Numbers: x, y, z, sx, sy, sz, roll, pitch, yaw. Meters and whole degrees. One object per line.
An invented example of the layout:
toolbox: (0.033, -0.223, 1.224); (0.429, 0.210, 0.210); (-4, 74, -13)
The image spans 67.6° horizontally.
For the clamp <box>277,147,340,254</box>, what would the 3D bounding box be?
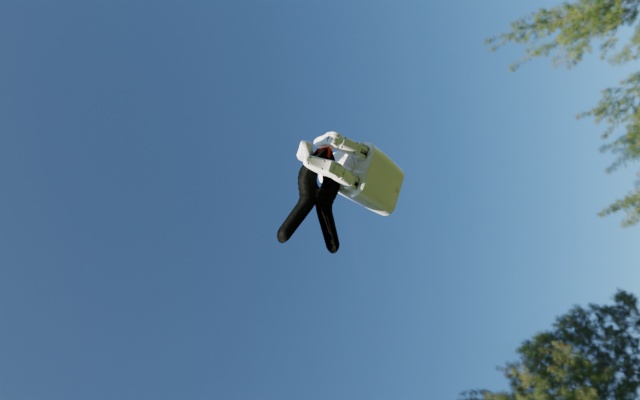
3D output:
clamp: (0.000, 0.002, 0.767); (0.039, 0.171, 0.120); (6, -17, 45)
